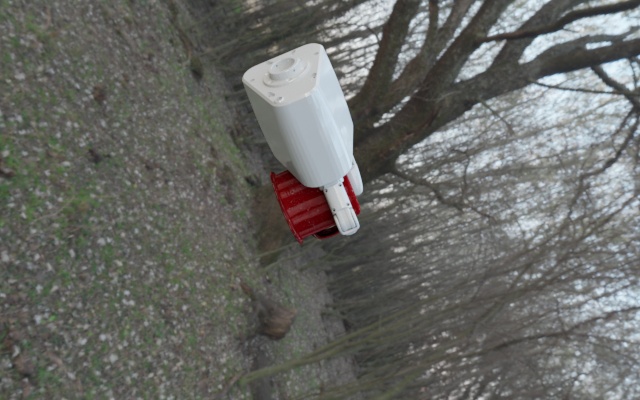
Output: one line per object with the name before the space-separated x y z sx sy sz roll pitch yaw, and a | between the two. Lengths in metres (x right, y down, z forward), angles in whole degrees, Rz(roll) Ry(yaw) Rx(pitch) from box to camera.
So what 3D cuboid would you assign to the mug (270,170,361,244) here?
mug | 0.001 0.003 0.573 0.081 0.117 0.093 -23 39 2
